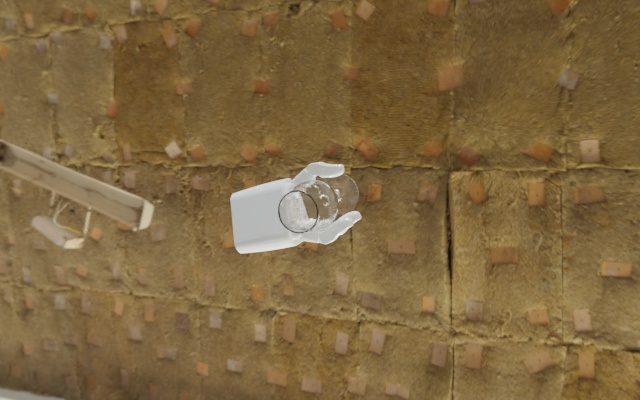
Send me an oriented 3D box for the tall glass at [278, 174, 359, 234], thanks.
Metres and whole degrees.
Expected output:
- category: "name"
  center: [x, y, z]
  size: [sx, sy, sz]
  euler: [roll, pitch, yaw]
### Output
- category: "tall glass"
  center: [0.000, 0.002, 0.765]
  size: [0.079, 0.079, 0.201]
  euler: [0, 8, 19]
